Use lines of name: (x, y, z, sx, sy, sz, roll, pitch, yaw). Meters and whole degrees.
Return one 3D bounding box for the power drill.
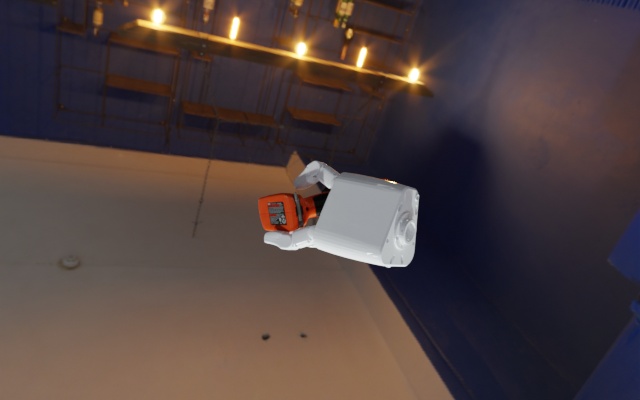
power drill: (0.000, 0.003, 0.764, 0.187, 0.057, 0.184, -14, 3, -32)
